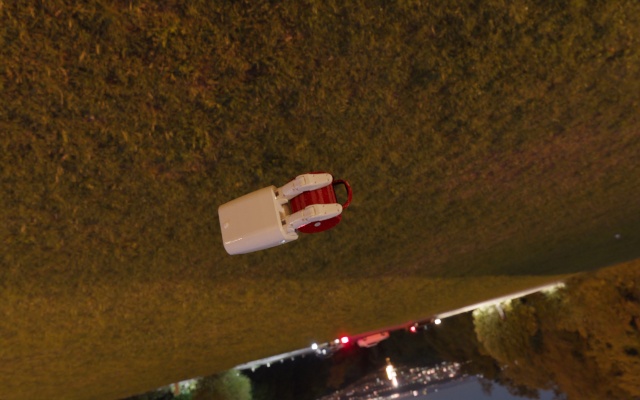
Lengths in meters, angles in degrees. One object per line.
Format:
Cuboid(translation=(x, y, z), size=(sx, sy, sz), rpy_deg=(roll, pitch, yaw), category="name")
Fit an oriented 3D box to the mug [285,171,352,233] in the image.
Cuboid(translation=(0.002, 0.002, 0.835), size=(0.117, 0.081, 0.093), rpy_deg=(-19, -23, 10), category="mug")
